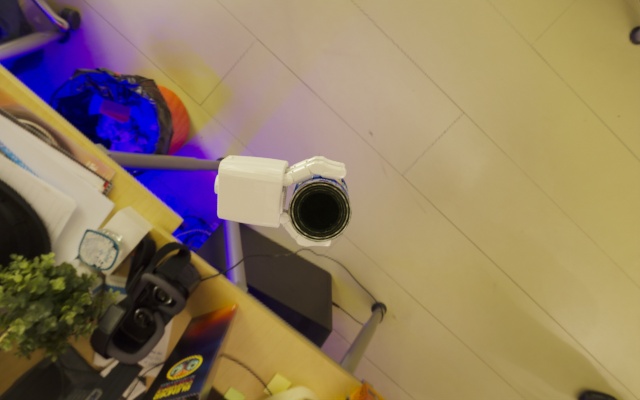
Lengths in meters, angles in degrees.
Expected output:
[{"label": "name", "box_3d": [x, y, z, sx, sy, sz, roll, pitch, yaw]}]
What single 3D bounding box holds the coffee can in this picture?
[{"label": "coffee can", "box_3d": [0.000, 0.003, 0.830, 0.103, 0.103, 0.140, 0, 13, 1]}]
